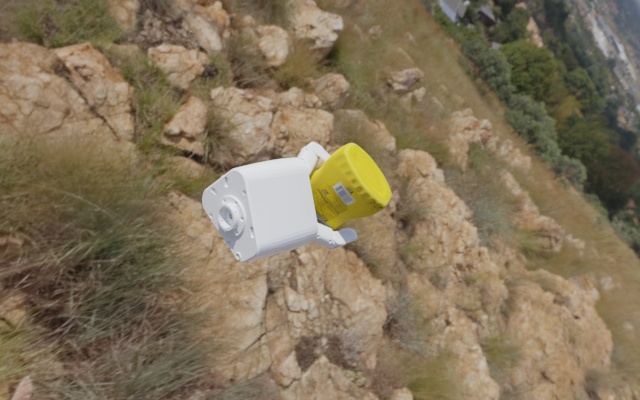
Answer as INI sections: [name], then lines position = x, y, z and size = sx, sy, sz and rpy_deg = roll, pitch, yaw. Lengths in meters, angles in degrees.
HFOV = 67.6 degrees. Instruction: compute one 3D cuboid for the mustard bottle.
[mustard bottle]
position = 0.000, 0.002, 0.675
size = 0.192, 0.096, 0.058
rpy_deg = -30, 15, 39
